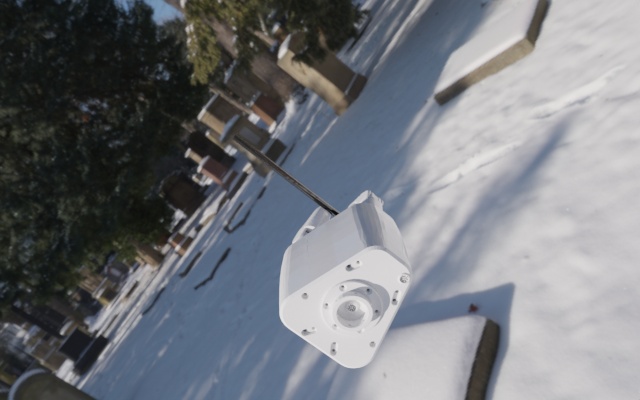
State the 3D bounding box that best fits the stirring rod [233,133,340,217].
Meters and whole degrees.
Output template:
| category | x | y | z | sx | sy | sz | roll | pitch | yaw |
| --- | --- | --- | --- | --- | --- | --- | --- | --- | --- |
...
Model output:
| category | x | y | z | sx | sy | sz | roll | pitch | yaw |
| --- | --- | --- | --- | --- | --- | --- | --- | --- | --- |
| stirring rod | 0.000 | 0.002 | 0.542 | 0.239 | 0.011 | 0.011 | 37 | -8 | -11 |
